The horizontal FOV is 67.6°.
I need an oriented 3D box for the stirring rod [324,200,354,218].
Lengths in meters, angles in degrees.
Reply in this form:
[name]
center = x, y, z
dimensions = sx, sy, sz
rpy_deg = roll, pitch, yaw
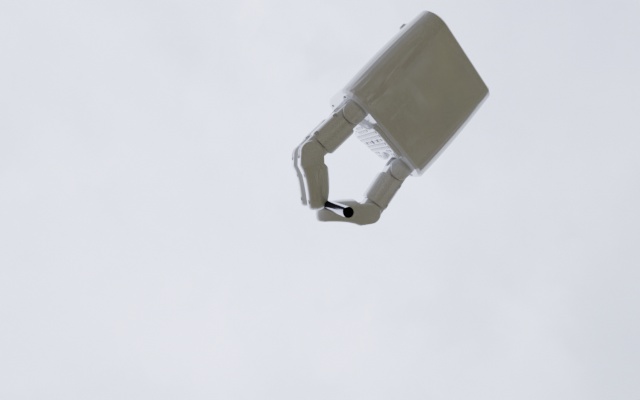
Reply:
[stirring rod]
center = 0.000, 0.001, 0.454
dimensions = 0.011, 0.011, 0.239
rpy_deg = 0, 3, -9
